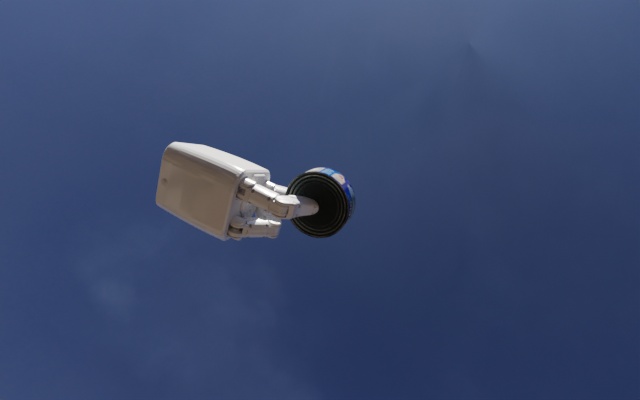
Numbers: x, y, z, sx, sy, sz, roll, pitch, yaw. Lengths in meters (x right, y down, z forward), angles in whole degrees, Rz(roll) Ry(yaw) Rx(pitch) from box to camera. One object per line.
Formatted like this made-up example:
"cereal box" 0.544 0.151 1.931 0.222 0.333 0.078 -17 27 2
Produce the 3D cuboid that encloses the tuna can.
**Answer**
"tuna can" 0.000 0.002 0.604 0.086 0.086 0.033 0 15 23
